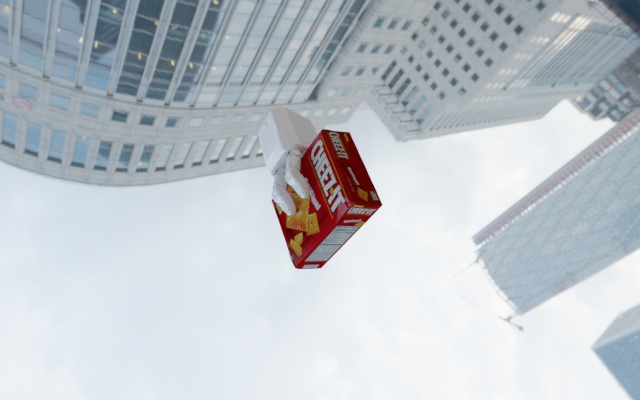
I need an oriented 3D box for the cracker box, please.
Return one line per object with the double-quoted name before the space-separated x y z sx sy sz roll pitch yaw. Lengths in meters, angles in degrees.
"cracker box" 0.000 0.003 0.866 0.072 0.164 0.214 2 -37 -35
